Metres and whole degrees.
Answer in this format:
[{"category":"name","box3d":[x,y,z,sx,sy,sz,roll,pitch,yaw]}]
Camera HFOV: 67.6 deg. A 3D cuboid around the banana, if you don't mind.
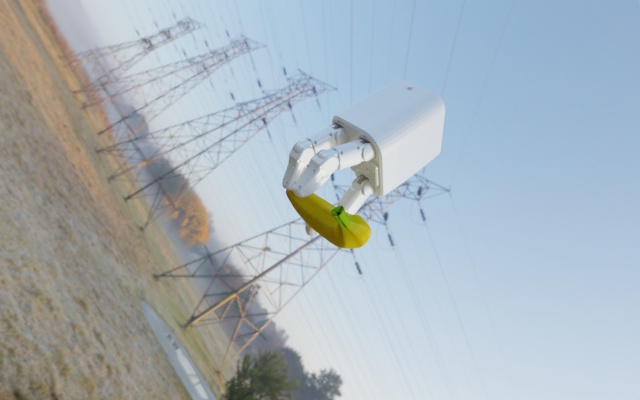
[{"category":"banana","box3d":[0.011,0.017,0.529,0.037,0.070,0.198,-35,16,-12]}]
